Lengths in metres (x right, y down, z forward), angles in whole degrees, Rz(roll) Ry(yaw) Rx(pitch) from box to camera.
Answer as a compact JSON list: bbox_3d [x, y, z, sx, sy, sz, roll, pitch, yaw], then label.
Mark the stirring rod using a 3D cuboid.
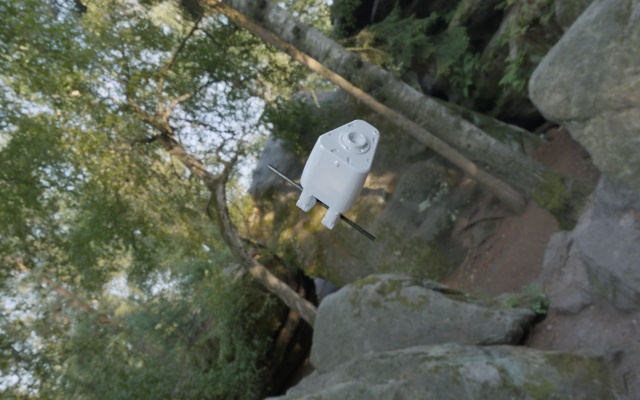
[{"bbox_3d":[0.000,0.003,0.879,0.239,0.011,0.011,35,6,8],"label":"stirring rod"}]
